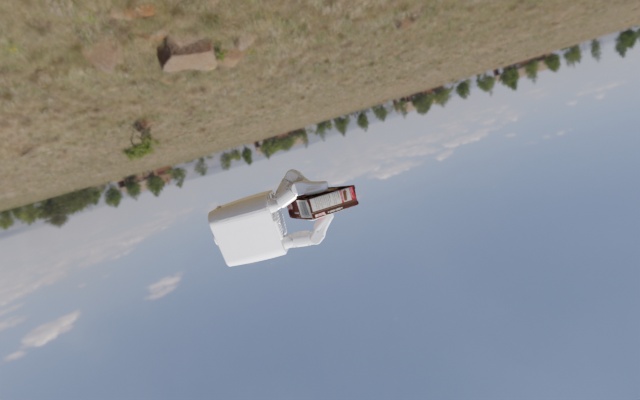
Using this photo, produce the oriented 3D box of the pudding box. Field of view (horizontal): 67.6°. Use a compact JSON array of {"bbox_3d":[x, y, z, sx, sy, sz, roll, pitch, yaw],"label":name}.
[{"bbox_3d":[0.000,0.003,0.817,0.090,0.039,0.113,-18,8,-22],"label":"pudding box"}]
